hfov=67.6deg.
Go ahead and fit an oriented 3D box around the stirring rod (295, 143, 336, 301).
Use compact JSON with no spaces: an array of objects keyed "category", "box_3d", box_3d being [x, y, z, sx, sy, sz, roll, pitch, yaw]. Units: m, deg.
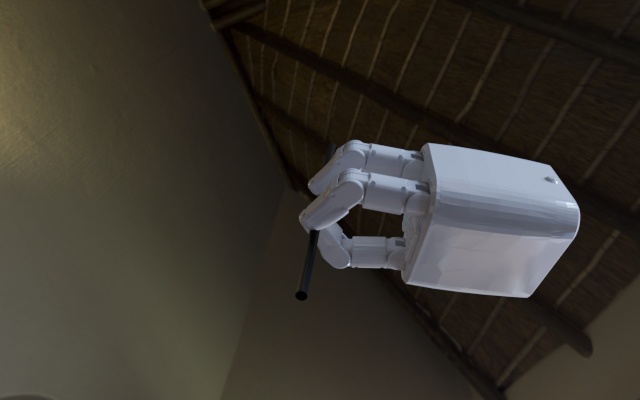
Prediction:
[{"category":"stirring rod","box_3d":[0.000,0.001,0.409,0.011,0.011,0.239,0,30,7]}]
